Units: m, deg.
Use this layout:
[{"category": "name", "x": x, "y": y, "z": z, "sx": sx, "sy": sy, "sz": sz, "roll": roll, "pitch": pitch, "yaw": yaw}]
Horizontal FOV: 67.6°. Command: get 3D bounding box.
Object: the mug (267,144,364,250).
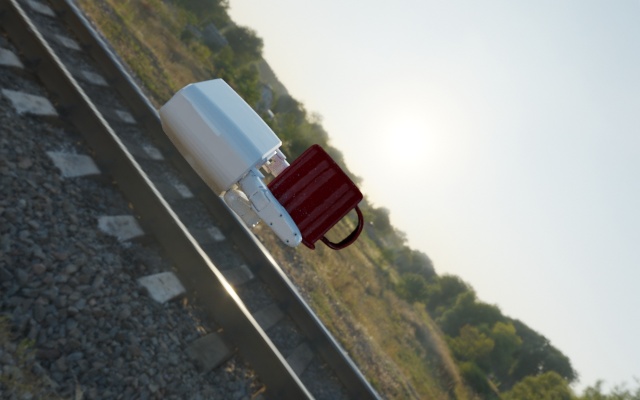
[{"category": "mug", "x": 0.001, "y": 0.003, "z": 0.524, "sx": 0.081, "sy": 0.117, "sz": 0.093, "roll": -42, "pitch": 8, "yaw": 3}]
